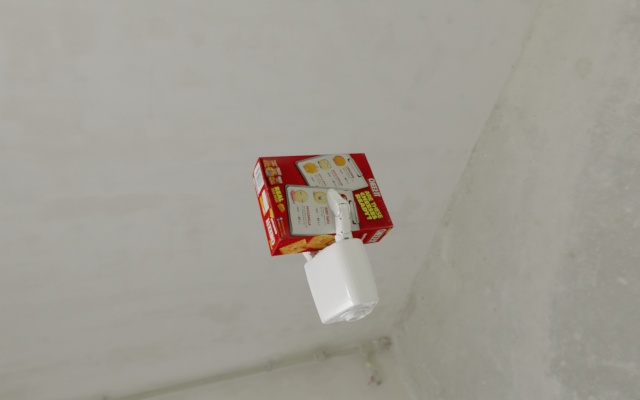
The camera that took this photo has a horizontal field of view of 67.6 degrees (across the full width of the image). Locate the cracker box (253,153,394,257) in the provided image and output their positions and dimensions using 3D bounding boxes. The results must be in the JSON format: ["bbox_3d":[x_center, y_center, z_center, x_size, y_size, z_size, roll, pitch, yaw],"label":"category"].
[{"bbox_3d":[0.000,0.003,0.849,0.213,0.164,0.072,-5,-29,-25],"label":"cracker box"}]
